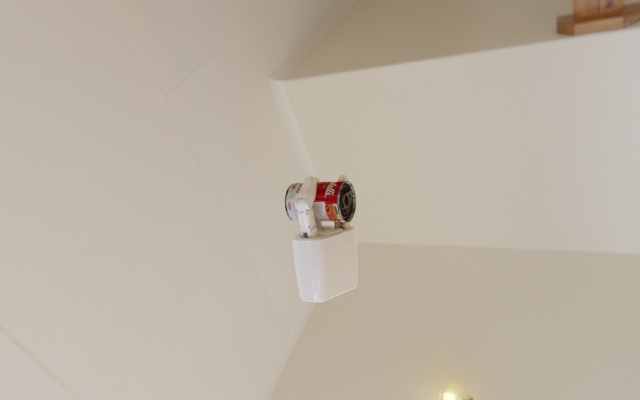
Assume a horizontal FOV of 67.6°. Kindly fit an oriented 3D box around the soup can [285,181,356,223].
[{"bbox_3d":[0.000,0.002,0.799,0.102,0.068,0.068,0,0,28],"label":"soup can"}]
